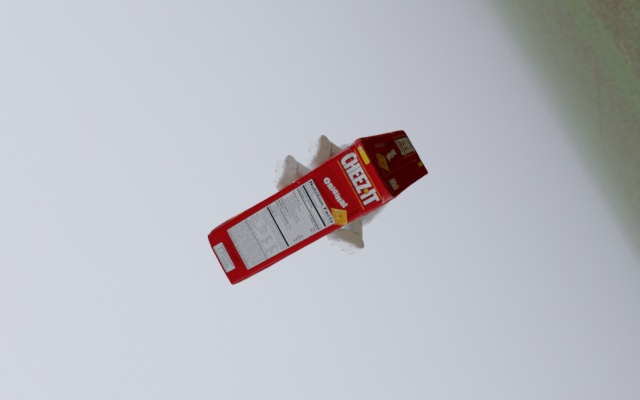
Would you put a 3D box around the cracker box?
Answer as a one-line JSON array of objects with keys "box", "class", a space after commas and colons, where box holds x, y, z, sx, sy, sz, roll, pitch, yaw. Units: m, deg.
[{"box": [0.000, 0.002, 0.546, 0.214, 0.072, 0.164, -30, -2, 26], "class": "cracker box"}]
